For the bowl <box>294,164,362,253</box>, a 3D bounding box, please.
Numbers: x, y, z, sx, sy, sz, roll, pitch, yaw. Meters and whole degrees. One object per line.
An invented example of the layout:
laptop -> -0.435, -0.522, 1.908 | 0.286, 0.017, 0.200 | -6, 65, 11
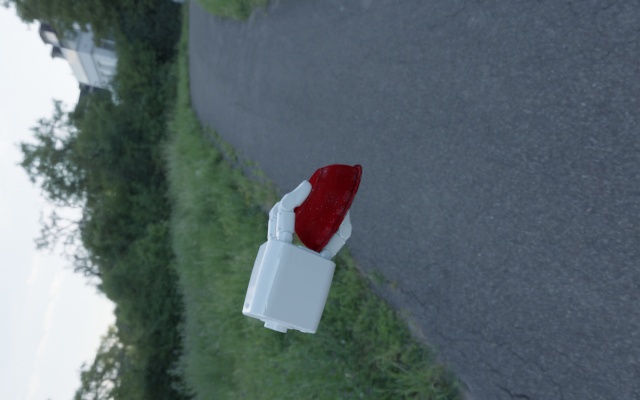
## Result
bowl -> 0.000, 0.001, 0.742 | 0.055, 0.162, 0.162 | 29, -6, -10
